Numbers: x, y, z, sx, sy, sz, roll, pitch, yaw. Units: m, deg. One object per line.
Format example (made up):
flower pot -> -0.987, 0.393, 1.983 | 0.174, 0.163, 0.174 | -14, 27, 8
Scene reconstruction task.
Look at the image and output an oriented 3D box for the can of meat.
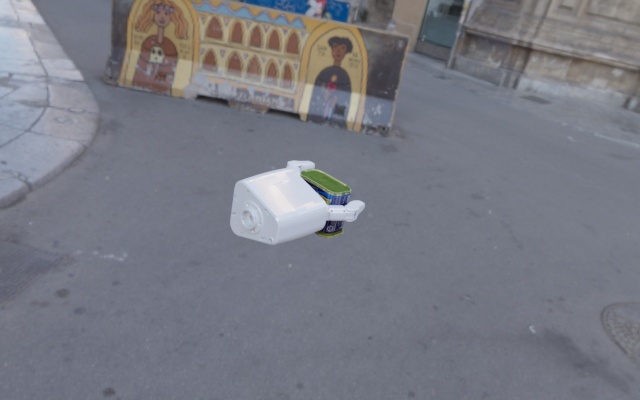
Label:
can of meat -> 0.000, 0.002, 0.823 | 0.102, 0.084, 0.057 | 31, 31, 35
